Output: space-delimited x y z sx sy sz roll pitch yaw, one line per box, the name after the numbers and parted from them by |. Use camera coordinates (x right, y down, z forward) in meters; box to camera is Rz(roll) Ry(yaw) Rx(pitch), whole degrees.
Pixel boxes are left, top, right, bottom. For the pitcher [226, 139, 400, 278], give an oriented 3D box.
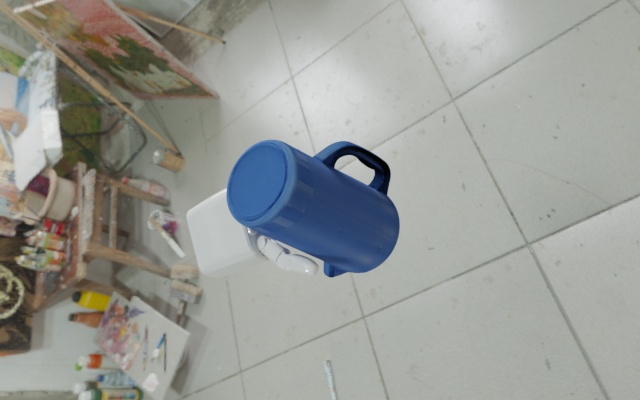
0.000 0.002 0.637 0.145 0.149 0.243 -21 -29 29 | pitcher
